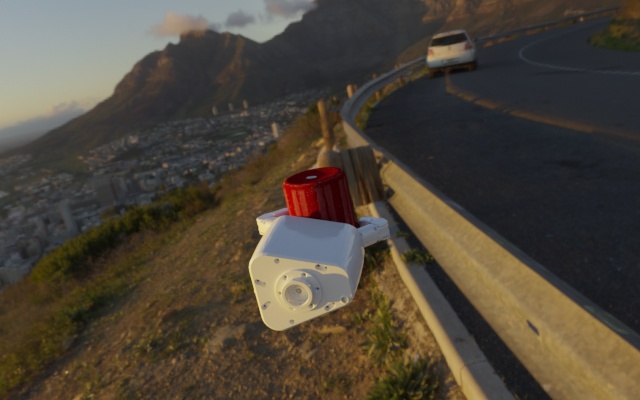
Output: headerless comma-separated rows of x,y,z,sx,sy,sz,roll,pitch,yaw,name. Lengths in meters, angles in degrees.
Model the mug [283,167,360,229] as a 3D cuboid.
0.000,0.001,0.630,0.093,0.081,0.117,-9,17,11,mug
